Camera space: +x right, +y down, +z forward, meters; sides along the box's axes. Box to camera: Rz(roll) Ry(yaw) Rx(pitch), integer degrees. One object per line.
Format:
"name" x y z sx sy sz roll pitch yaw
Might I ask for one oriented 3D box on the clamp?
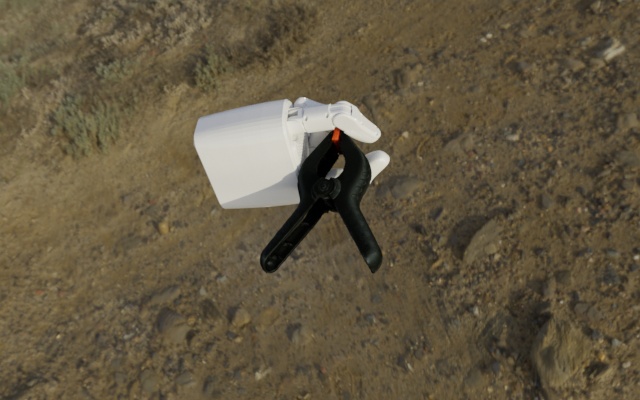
"clamp" 0.000 0.001 0.481 0.120 0.171 0.039 -7 -38 13
